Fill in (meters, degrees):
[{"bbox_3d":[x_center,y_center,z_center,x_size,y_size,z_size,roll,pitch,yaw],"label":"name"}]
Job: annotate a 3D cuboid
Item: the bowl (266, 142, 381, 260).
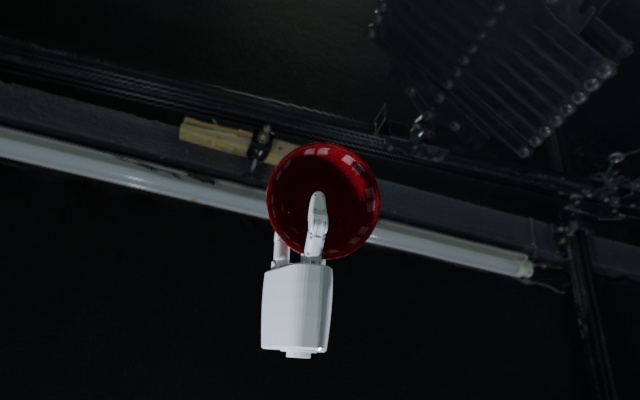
[{"bbox_3d":[0.000,0.001,0.674,0.162,0.162,0.055,0,-6,-14],"label":"bowl"}]
